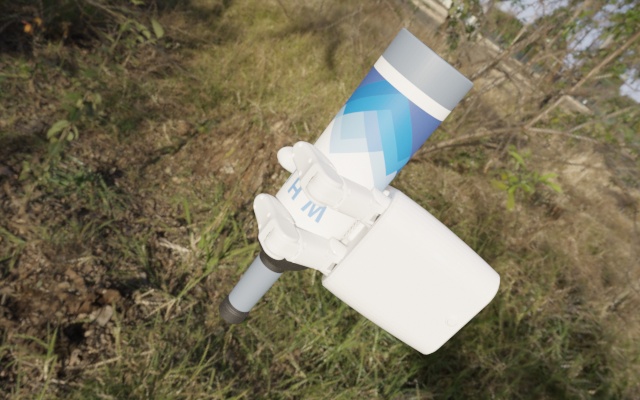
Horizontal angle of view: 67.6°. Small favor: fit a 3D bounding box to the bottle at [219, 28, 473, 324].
[{"bbox_3d":[0.000,0.001,0.401,0.069,0.296,0.069,33,23,-15],"label":"bottle"}]
